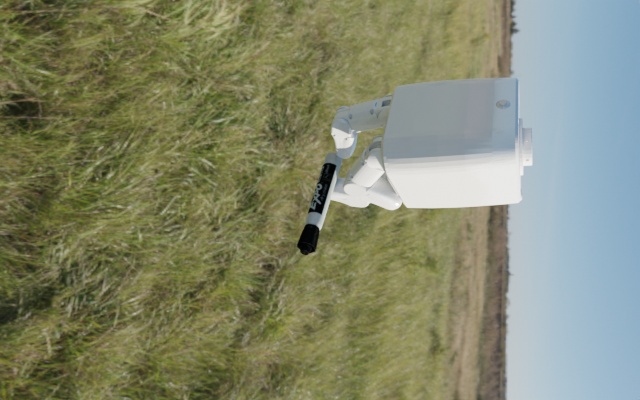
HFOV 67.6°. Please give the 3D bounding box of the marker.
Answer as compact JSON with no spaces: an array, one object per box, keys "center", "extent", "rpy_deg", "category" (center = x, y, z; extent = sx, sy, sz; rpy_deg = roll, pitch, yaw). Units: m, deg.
[{"center":[0.000,0.002,0.480],"extent":[0.020,0.121,0.020],"rpy_deg":[12,-35,8],"category":"marker"}]
